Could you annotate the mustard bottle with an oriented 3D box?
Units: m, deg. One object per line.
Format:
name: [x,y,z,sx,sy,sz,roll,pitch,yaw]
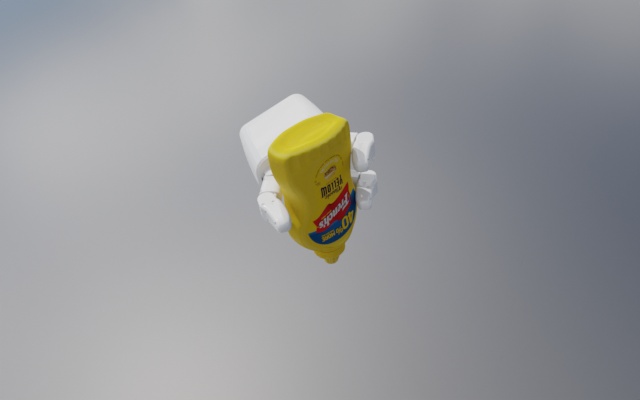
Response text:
mustard bottle: [0.000,0.002,0.558,0.058,0.192,0.096,27,51,37]
